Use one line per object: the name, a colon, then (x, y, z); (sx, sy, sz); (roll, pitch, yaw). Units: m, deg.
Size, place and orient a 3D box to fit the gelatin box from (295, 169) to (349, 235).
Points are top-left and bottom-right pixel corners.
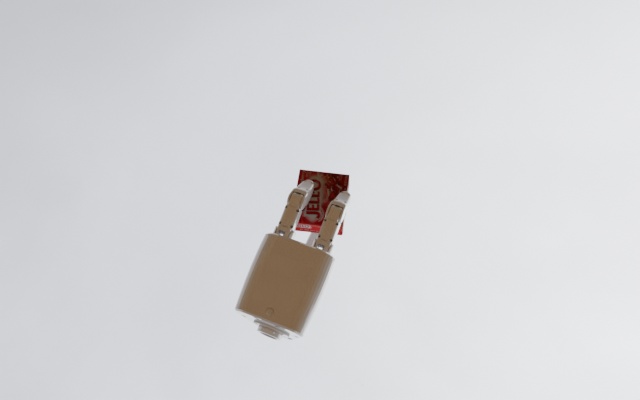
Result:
gelatin box: (0.000, 0.002, 0.675); (0.073, 0.089, 0.030); (7, -29, 5)
